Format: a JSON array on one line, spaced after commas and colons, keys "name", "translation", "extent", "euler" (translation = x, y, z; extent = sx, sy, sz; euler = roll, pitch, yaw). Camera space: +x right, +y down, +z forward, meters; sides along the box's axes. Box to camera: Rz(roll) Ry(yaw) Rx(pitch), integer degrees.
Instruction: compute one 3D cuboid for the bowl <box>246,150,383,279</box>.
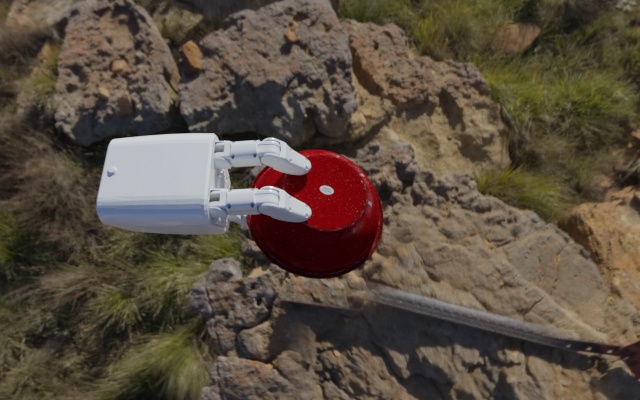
[{"name": "bowl", "translation": [0.001, 0.001, 0.529], "extent": [0.162, 0.162, 0.055], "euler": [0, -25, -13]}]
